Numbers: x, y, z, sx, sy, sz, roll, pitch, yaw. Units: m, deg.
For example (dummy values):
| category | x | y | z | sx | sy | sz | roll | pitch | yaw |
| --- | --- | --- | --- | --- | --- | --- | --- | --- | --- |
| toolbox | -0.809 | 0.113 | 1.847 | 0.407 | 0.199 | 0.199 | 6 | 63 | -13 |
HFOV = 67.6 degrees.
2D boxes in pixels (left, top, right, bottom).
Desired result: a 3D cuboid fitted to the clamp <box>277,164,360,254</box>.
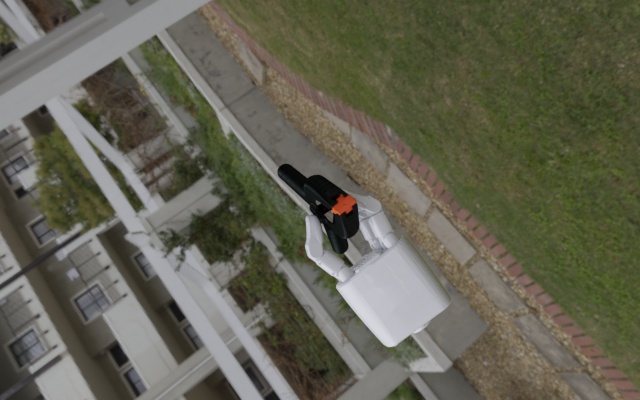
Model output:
| category | x | y | z | sx | sy | sz | roll | pitch | yaw |
| --- | --- | --- | --- | --- | --- | --- | --- | --- | --- |
| clamp | 0.000 | 0.003 | 0.647 | 0.036 | 0.164 | 0.210 | -38 | -1 | -11 |
